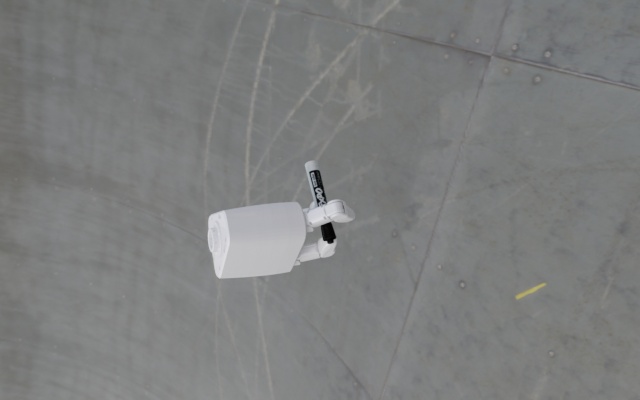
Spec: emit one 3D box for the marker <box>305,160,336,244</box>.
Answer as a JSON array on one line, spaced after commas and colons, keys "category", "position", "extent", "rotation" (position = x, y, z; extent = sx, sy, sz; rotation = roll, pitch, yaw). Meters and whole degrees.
[{"category": "marker", "position": [0.000, 0.002, 0.660], "extent": [0.020, 0.121, 0.020], "rotation": [-12, -19, -4]}]
